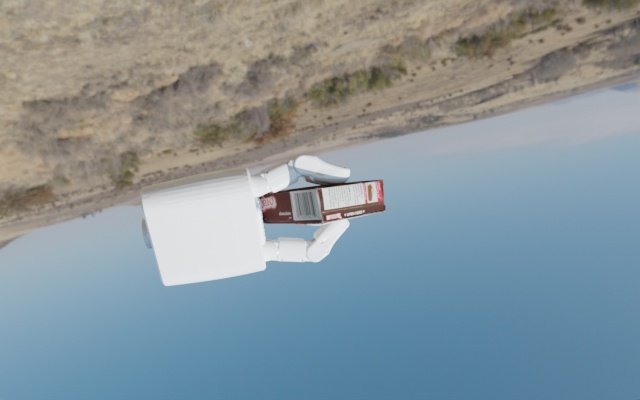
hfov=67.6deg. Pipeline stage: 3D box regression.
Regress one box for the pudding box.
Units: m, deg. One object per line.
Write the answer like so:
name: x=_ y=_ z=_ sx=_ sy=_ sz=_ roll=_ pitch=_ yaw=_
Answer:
pudding box: x=0.000 y=0.002 z=0.520 sx=0.090 sy=0.039 sz=0.113 roll=-10 pitch=5 yaw=-37
